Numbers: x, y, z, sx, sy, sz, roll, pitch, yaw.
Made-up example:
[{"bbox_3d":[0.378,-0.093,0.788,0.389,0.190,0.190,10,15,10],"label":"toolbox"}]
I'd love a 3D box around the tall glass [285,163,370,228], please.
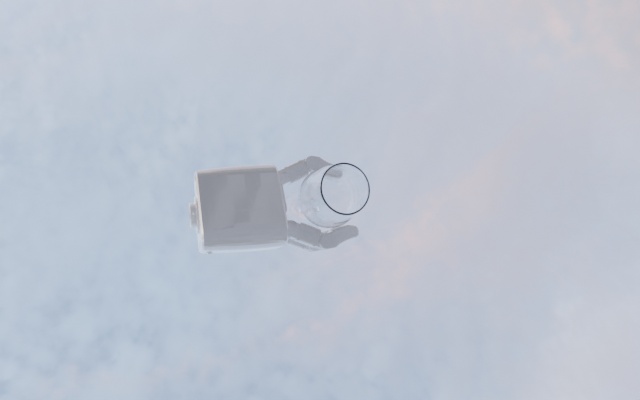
[{"bbox_3d":[0.000,0.002,0.644,0.079,0.079,0.201,0,-9,-18],"label":"tall glass"}]
